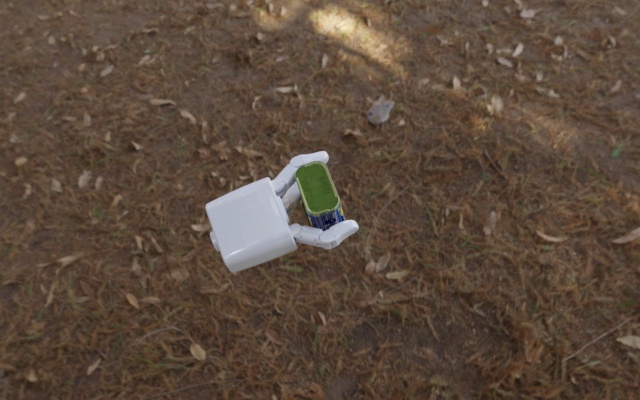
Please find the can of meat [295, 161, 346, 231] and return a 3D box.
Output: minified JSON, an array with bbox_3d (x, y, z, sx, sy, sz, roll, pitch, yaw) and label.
[{"bbox_3d":[0.000,0.002,0.730,0.057,0.102,0.084,-19,-35,-2],"label":"can of meat"}]
